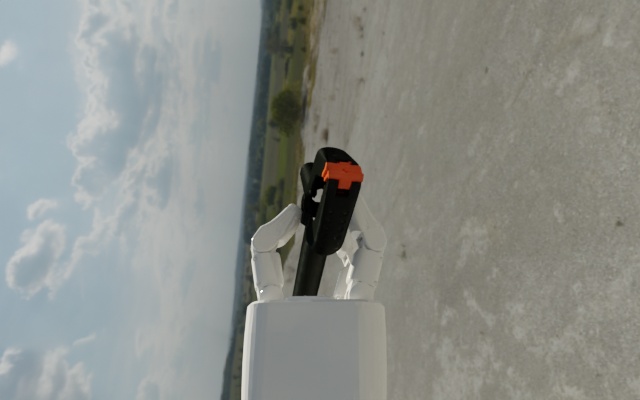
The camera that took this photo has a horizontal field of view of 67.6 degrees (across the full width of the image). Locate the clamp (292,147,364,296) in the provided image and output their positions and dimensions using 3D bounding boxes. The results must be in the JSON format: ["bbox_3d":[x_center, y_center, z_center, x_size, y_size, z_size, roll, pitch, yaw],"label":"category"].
[{"bbox_3d":[-0.001,0.001,0.449,0.036,0.164,0.210,5,-25,-9],"label":"clamp"}]
